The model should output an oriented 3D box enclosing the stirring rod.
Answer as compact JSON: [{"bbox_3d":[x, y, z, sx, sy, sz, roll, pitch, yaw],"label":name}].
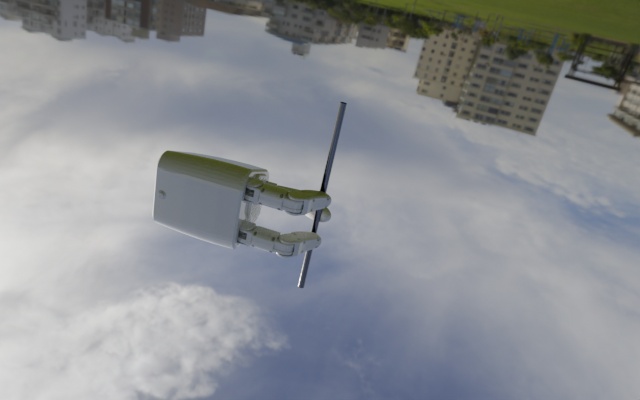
[{"bbox_3d":[0.000,0.002,0.567,0.011,0.240,0.011,11,23,-5],"label":"stirring rod"}]
